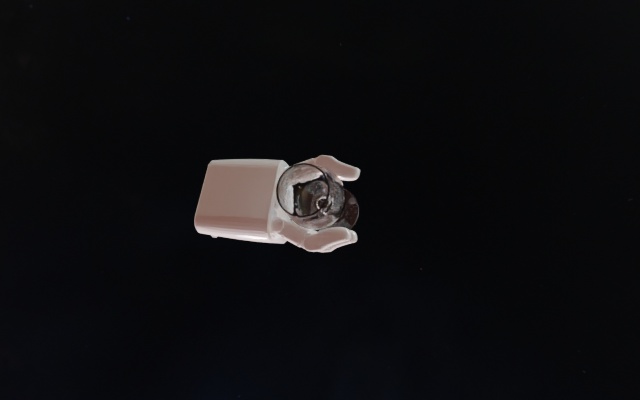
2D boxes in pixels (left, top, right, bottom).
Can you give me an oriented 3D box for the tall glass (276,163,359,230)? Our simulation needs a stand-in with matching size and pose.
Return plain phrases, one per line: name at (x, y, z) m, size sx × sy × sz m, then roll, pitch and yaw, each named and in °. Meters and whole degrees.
tall glass at (0.000, 0.002, 0.627) m, size 0.079 × 0.079 × 0.201 m, roll 0°, pitch -8°, yaw 12°
